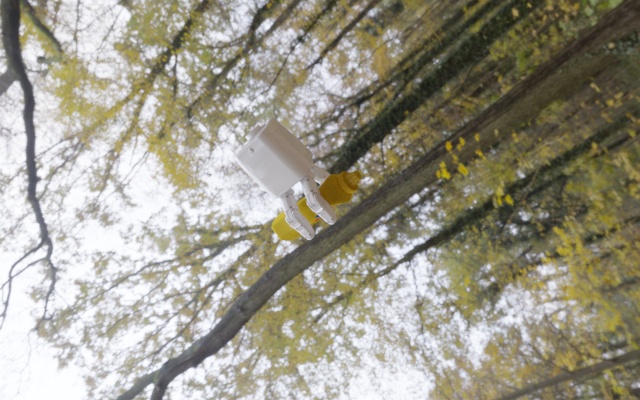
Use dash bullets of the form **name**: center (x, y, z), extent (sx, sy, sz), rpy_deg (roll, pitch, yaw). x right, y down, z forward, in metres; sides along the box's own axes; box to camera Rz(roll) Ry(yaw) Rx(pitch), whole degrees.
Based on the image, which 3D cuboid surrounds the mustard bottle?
- **mustard bottle**: center (0.000, 0.003, 0.878), extent (0.192, 0.058, 0.096), rpy_deg (-37, -7, 31)
